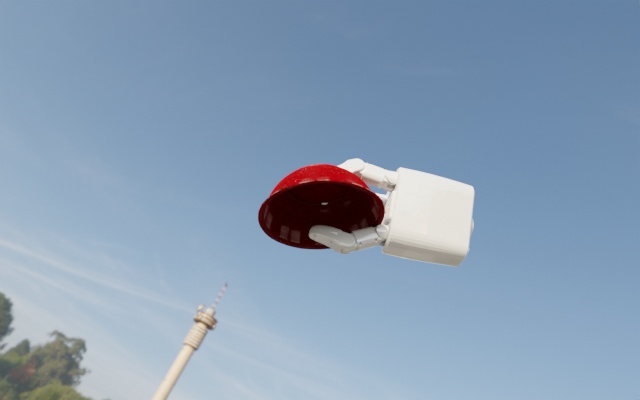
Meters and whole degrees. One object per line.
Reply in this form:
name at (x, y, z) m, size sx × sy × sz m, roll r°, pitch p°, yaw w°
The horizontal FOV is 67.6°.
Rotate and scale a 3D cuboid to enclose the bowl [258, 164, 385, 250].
bowl at (-0.001, 0.001, 0.620) m, size 0.162 × 0.055 × 0.162 m, roll -3°, pitch -34°, yaw -2°
